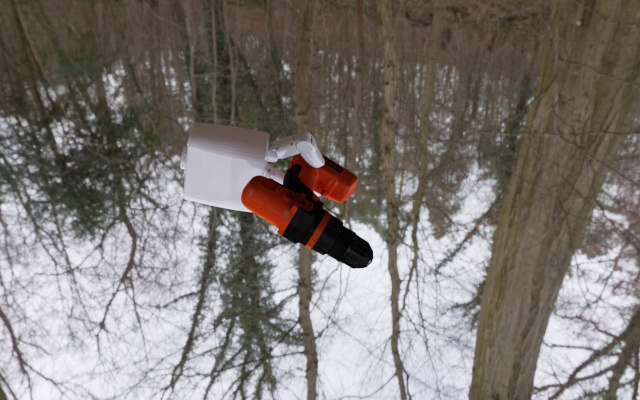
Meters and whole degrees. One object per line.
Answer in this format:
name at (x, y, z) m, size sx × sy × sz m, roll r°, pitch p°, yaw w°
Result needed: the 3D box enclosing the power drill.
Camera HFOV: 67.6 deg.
power drill at (0.000, 0.002, 0.659) m, size 0.184 × 0.057 × 0.187 m, roll 32°, pitch 25°, yaw -2°
